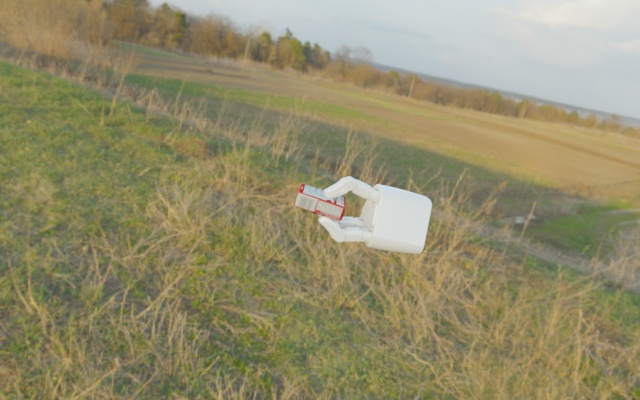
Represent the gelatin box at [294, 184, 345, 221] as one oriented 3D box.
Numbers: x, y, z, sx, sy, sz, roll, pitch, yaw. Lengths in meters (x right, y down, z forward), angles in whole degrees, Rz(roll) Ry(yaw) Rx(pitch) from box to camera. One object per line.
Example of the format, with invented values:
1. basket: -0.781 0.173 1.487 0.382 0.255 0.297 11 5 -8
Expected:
1. gelatin box: 0.000 0.002 0.865 0.089 0.030 0.073 19 15 -3
